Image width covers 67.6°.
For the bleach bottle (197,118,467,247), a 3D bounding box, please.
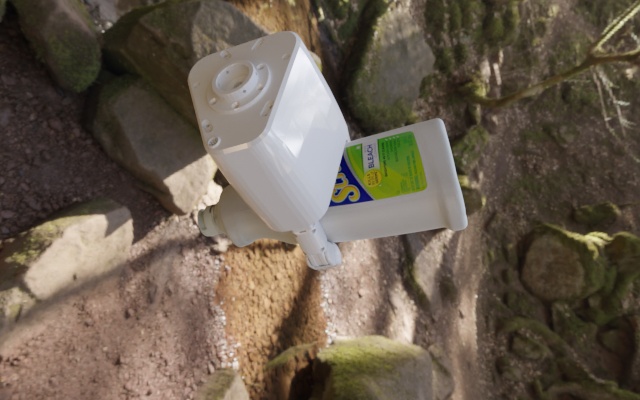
[{"bbox_3d":[0.000,0.001,0.451,0.251,0.102,0.068,-13,-34,15],"label":"bleach bottle"}]
